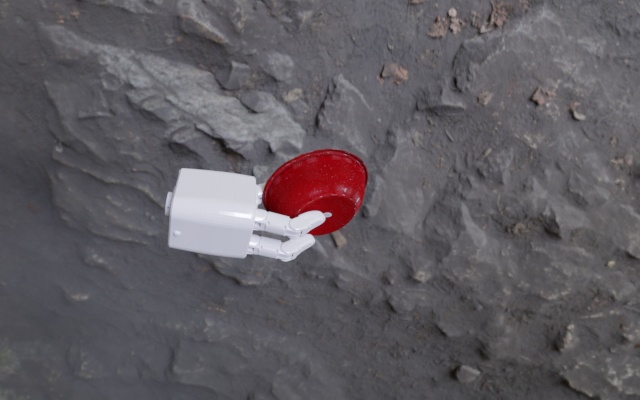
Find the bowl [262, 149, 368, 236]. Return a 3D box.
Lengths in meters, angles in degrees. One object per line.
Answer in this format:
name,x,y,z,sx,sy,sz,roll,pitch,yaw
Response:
bowl,0.002,0.002,0.691,0.162,0.055,0.162,-12,-38,-10
